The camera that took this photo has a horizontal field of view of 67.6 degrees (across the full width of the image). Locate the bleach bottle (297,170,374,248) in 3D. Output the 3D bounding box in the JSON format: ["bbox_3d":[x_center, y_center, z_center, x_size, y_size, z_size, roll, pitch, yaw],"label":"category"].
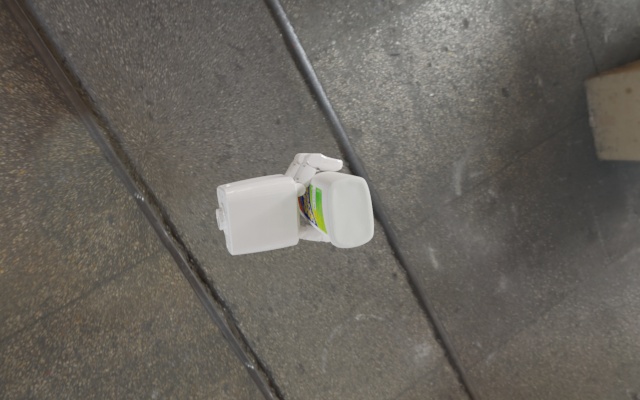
[{"bbox_3d":[0.000,0.002,0.770,0.068,0.102,0.251,-10,9,-19],"label":"bleach bottle"}]
